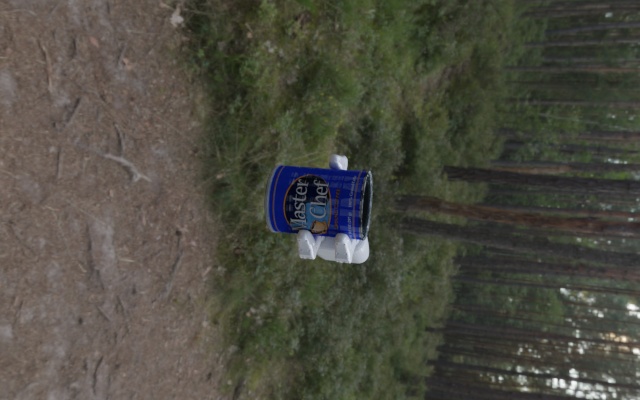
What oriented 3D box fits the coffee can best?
[{"bbox_3d":[0.000,0.002,0.706,0.140,0.103,0.103,5,1,13],"label":"coffee can"}]
